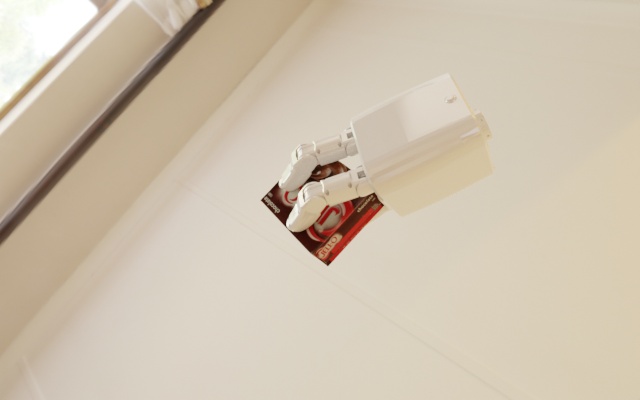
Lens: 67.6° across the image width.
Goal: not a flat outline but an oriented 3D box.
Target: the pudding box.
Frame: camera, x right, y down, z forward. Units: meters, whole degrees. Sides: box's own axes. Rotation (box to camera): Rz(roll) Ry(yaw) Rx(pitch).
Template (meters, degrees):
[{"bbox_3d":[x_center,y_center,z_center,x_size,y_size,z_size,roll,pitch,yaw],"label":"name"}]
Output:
[{"bbox_3d":[0.000,0.002,0.509,0.113,0.090,0.039,41,-3,45],"label":"pudding box"}]
